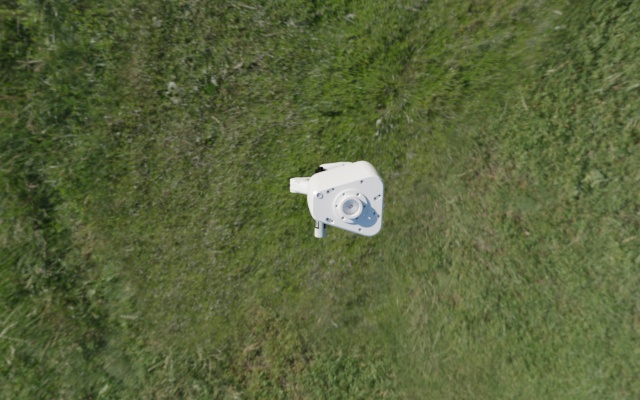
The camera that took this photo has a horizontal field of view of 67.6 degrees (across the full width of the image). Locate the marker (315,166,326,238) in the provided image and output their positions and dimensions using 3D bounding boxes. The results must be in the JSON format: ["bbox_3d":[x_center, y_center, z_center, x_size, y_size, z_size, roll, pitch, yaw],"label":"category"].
[{"bbox_3d":[0.000,0.003,0.806,0.020,0.121,0.020,0,13,0],"label":"marker"}]
